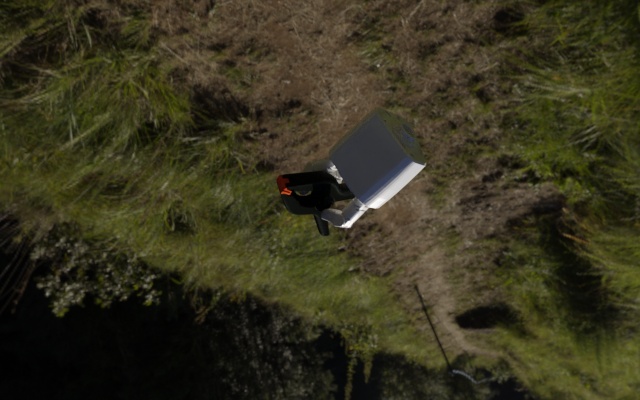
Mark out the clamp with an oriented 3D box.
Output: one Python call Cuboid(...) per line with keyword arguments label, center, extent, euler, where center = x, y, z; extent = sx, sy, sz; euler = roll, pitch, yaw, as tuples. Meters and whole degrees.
Cuboid(label="clamp", center=(0.000, 0.003, 0.796), extent=(0.210, 0.036, 0.165), euler=(11, -45, -44))
